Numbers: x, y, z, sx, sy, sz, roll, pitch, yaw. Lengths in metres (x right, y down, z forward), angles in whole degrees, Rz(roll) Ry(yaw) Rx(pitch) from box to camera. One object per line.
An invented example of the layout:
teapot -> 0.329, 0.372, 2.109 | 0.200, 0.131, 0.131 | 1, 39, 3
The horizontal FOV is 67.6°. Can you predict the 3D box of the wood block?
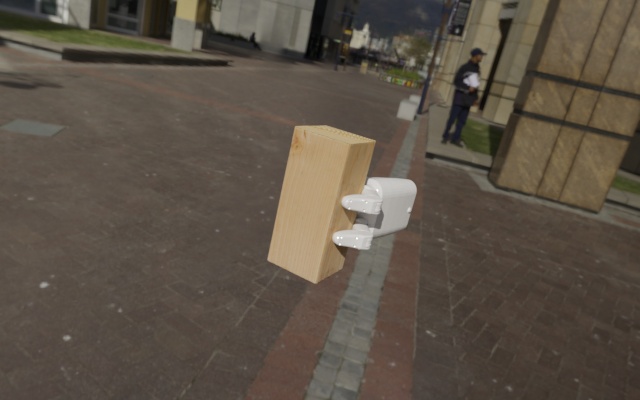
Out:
wood block -> 0.000, 0.002, 0.701 | 0.091, 0.206, 0.090 | 22, 19, 26
